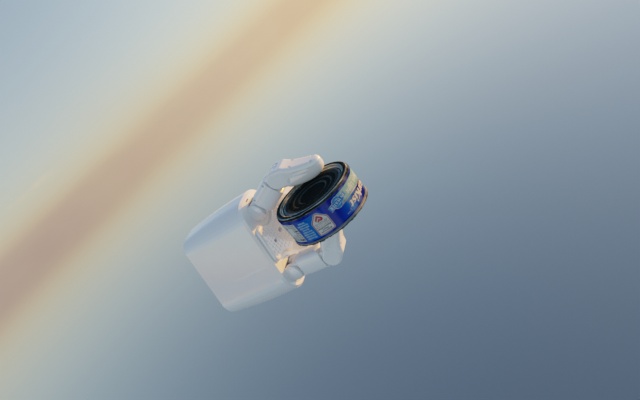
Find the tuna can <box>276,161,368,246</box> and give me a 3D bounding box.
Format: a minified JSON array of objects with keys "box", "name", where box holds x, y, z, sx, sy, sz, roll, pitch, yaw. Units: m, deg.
[{"box":[0.000,0.001,0.453,0.086,0.034,0.086,-33,22,15],"name":"tuna can"}]
